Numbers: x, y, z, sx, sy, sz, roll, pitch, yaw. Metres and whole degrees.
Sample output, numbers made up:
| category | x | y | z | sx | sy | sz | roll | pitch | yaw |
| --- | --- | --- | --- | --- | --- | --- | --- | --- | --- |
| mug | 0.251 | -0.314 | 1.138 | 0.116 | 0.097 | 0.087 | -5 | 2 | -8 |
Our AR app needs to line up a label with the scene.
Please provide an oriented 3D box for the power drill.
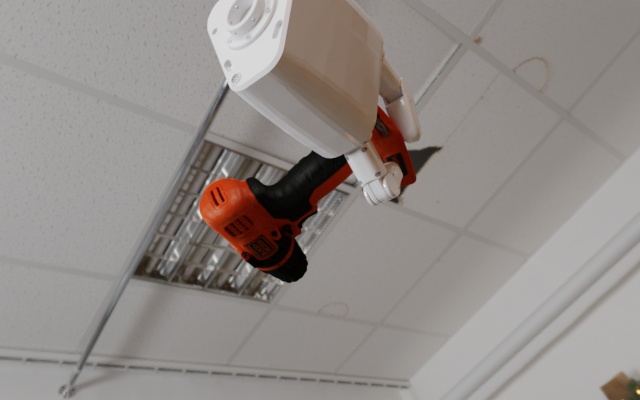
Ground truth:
| category | x | y | z | sx | sy | sz | roll | pitch | yaw |
| --- | --- | --- | --- | --- | --- | --- | --- | --- | --- |
| power drill | 0.000 | 0.001 | 0.466 | 0.187 | 0.057 | 0.184 | -35 | -32 | 0 |
